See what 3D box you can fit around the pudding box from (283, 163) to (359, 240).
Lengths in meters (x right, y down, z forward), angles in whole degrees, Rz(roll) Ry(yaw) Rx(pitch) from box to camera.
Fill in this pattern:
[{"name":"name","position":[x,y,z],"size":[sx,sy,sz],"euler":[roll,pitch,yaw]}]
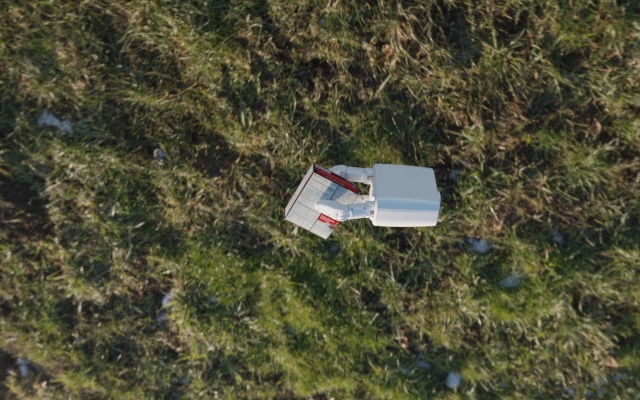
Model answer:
[{"name":"pudding box","position":[0.000,0.003,0.826],"size":[0.090,0.113,0.039],"euler":[27,26,-13]}]
